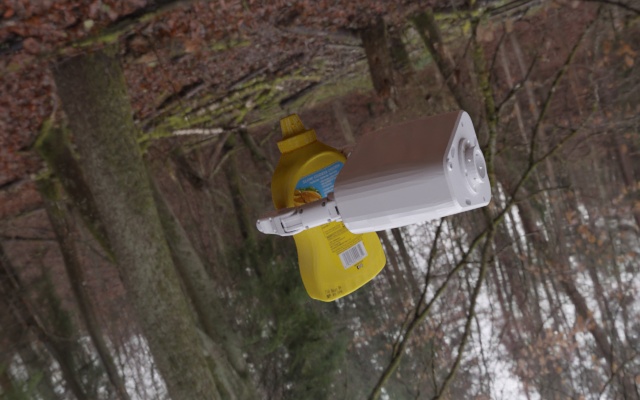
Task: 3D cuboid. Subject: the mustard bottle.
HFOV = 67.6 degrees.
[{"bbox_3d":[0.000,0.002,0.506,0.096,0.192,0.058,-27,13,-30],"label":"mustard bottle"}]
